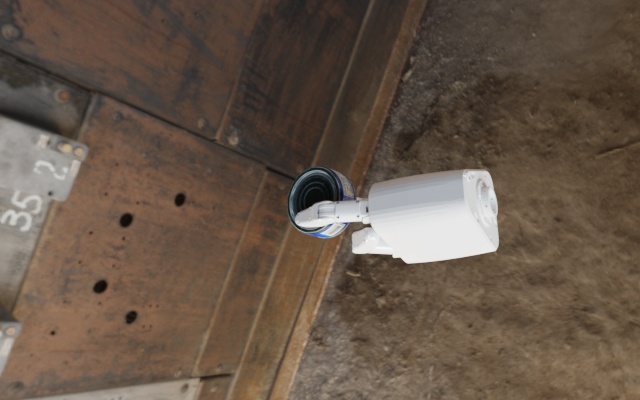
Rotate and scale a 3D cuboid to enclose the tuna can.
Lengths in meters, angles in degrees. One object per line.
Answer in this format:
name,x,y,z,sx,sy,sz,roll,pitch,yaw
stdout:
tuna can,0.000,0.002,0.587,0.086,0.086,0.034,0,-11,38
